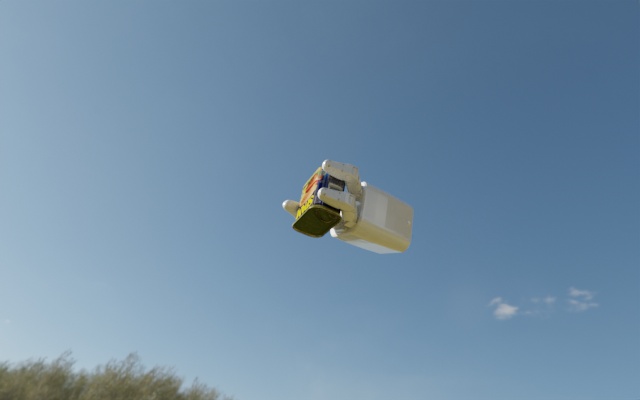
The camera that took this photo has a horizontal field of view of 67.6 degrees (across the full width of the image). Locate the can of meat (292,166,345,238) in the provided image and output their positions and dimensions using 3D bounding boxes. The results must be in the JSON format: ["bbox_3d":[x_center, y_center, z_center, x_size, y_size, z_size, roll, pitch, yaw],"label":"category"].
[{"bbox_3d":[0.000,0.002,0.799,0.057,0.084,0.102,22,-32,-16],"label":"can of meat"}]
